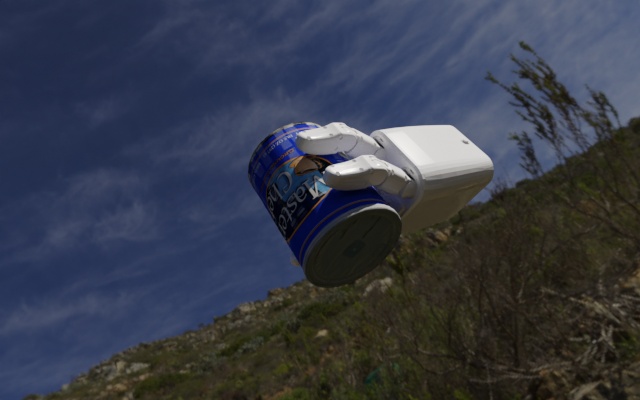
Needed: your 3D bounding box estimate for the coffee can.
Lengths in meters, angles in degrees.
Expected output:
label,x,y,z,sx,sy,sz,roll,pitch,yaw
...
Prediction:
label,x,y,z,sx,sy,sz,roll,pitch,yaw
coffee can,0.000,0.002,0.481,0.103,0.103,0.140,0,40,-37
